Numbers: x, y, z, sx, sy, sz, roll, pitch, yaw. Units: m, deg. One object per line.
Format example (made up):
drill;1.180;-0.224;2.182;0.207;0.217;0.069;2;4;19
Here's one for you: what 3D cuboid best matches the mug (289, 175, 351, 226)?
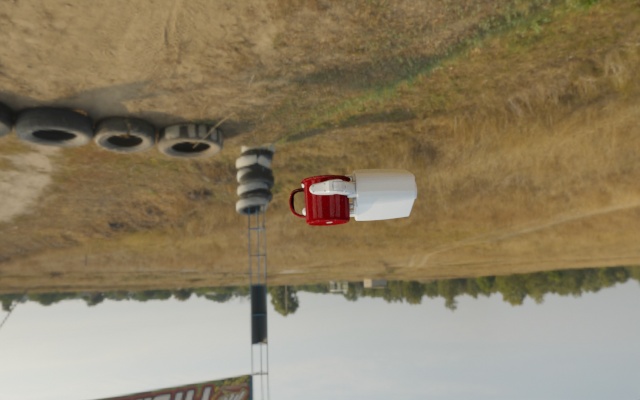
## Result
mug;-0.001;0.003;0.883;0.117;0.081;0.093;-3;-9;2
